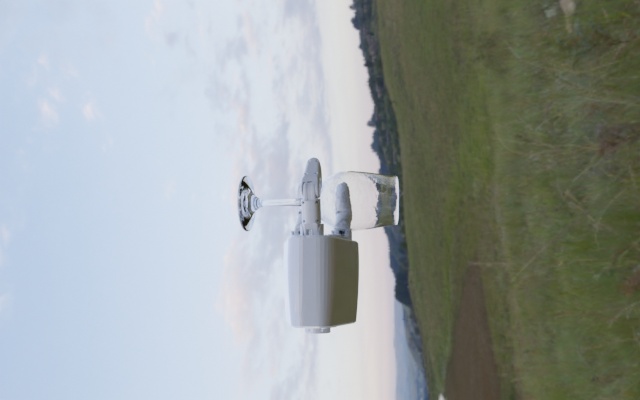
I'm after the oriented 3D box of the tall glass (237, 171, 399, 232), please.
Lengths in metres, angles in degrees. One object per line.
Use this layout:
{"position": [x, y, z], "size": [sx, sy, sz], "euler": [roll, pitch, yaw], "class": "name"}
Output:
{"position": [-0.001, 0.002, 0.617], "size": [0.201, 0.079, 0.079], "euler": [-2, 0, 9], "class": "tall glass"}
